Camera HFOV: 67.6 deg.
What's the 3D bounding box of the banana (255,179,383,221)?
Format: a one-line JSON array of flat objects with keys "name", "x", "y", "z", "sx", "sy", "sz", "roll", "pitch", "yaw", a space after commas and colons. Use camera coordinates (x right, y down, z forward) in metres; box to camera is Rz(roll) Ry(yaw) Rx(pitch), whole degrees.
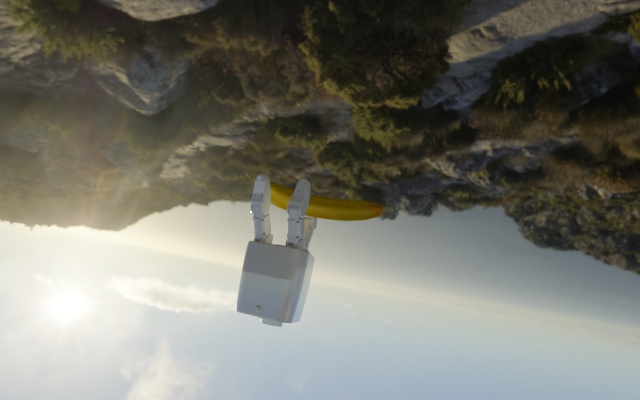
[{"name": "banana", "x": -0.004, "y": 0.006, "z": 0.740, "sx": 0.198, "sy": 0.037, "sz": 0.070, "roll": 12, "pitch": -13, "yaw": 1}]
